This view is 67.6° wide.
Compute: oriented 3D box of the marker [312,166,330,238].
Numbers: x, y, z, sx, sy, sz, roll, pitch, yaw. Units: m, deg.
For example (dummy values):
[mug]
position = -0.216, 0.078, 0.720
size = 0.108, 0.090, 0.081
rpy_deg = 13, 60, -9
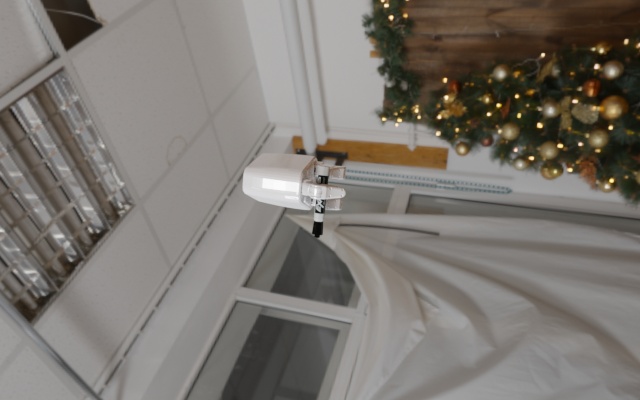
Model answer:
[marker]
position = 0.000, 0.003, 0.798
size = 0.020, 0.121, 0.020
rpy_deg = 6, 7, -1
